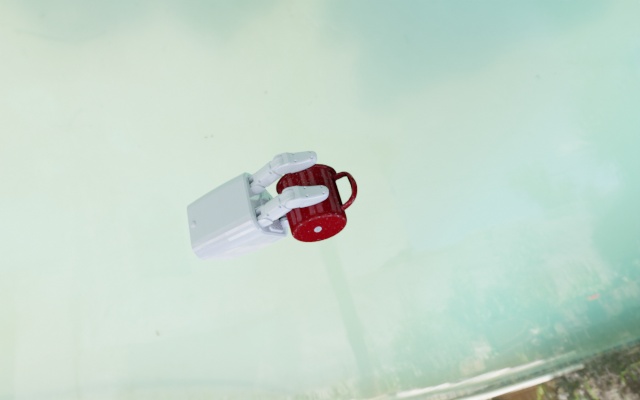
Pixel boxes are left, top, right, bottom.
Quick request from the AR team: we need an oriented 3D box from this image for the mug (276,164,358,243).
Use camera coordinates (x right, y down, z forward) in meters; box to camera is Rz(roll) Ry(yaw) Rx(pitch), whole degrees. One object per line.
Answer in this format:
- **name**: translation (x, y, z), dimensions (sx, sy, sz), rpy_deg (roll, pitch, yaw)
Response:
- **mug**: translation (0.001, 0.002, 0.675), dimensions (0.117, 0.081, 0.093), rpy_deg (-26, -30, 16)
